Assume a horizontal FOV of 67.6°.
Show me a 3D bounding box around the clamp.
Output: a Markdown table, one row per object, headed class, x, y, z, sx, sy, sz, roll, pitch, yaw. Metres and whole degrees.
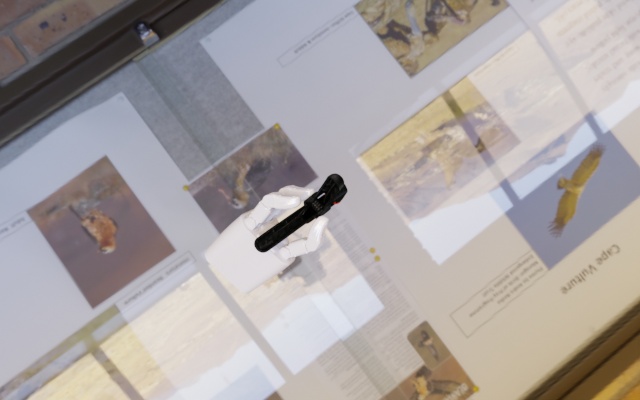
| class | x | y | z | sx | sy | sz | roll | pitch | yaw |
| --- | --- | --- | --- | --- | --- | --- | --- | --- | --- |
| clamp | 0.001 | 0.003 | 0.743 | 0.164 | 0.036 | 0.210 | -40 | -5 | 25 |
